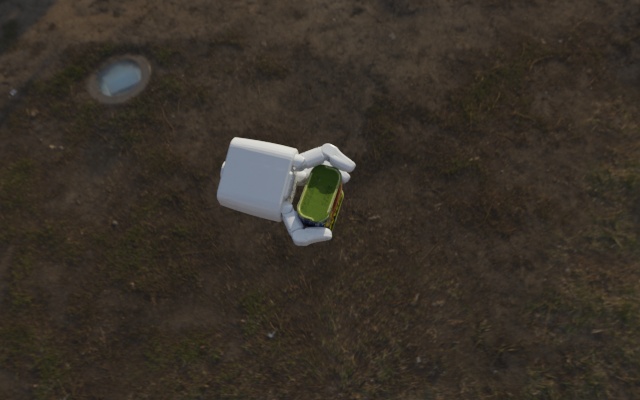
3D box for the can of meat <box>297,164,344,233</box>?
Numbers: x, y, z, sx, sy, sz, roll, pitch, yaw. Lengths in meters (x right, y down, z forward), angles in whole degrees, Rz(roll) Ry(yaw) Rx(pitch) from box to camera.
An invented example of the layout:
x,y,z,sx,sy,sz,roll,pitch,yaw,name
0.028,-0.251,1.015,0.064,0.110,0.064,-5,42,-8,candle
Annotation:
x,y,z,sx,sy,sz,roll,pitch,yaw,name
0.000,0.003,0.769,0.057,0.102,0.084,16,-20,9,can of meat
